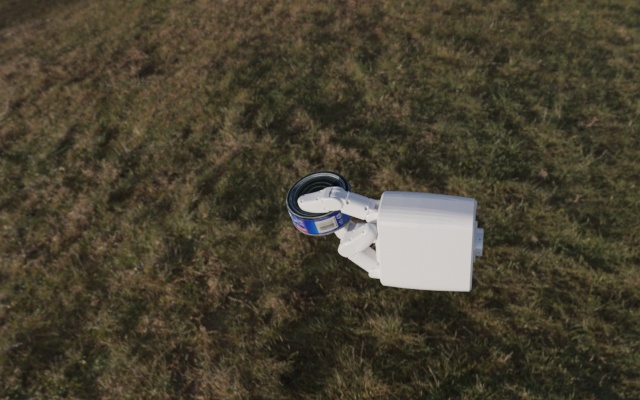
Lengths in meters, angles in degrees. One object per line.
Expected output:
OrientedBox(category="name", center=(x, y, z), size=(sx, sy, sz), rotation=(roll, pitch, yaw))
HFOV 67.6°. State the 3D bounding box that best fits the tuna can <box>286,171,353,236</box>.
OrientedBox(category="tuna can", center=(0.000, 0.002, 0.612), size=(0.086, 0.086, 0.034), rotation=(0, -42, 19))
